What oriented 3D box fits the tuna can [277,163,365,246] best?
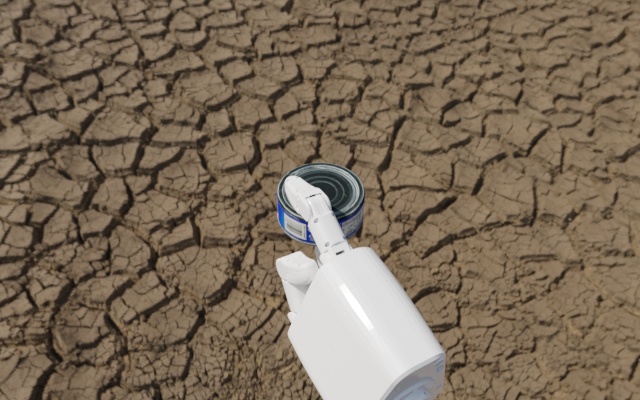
[{"bbox_3d":[0.000,0.001,0.463,0.086,0.034,0.086,0,44,0],"label":"tuna can"}]
